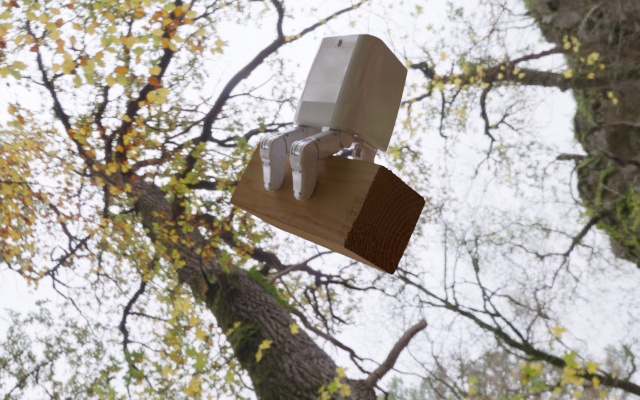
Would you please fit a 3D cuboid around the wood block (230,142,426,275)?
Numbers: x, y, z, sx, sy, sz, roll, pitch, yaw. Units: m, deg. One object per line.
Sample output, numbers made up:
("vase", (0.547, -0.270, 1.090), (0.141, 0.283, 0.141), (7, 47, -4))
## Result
("wood block", (0.000, 0.002, 0.545), (0.206, 0.090, 0.091), (17, -11, 48))
